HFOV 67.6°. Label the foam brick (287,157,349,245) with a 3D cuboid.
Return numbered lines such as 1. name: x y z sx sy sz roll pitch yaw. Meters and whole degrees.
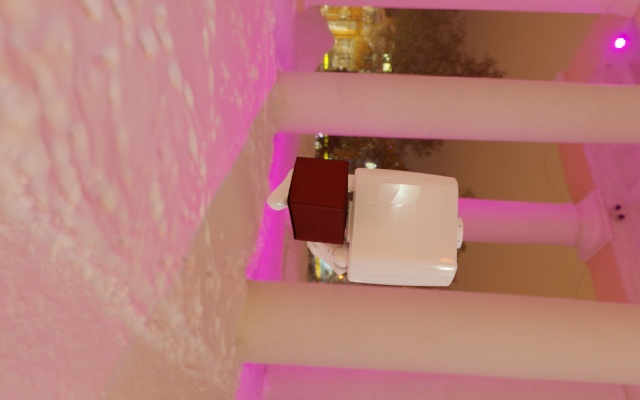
1. foam brick: 0.000 0.001 0.462 0.051 0.053 0.078 6 -30 6
